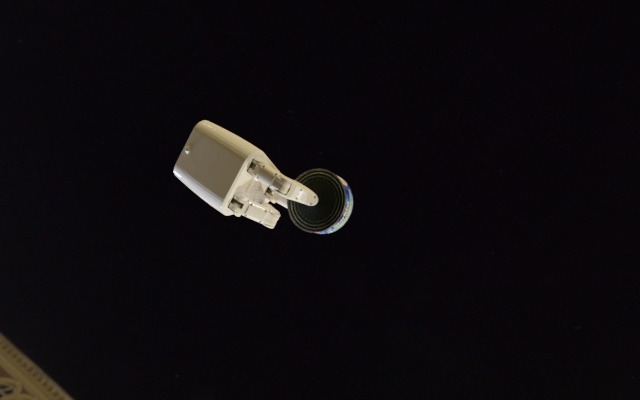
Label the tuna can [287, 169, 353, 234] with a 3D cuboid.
[{"bbox_3d":[0.000,0.002,0.645,0.086,0.086,0.034,0,-9,25],"label":"tuna can"}]
